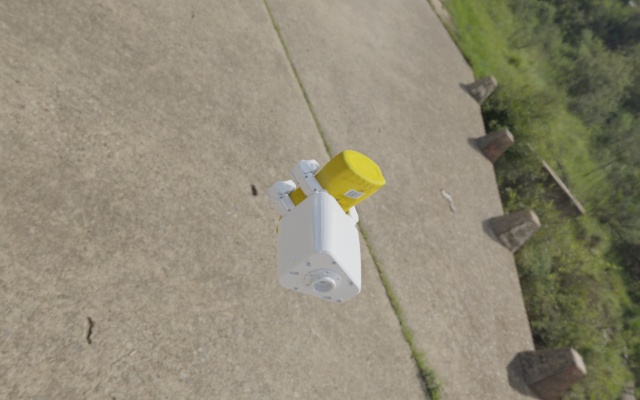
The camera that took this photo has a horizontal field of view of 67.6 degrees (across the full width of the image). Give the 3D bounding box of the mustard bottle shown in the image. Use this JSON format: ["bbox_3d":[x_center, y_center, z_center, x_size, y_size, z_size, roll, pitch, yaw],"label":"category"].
[{"bbox_3d":[0.000,0.002,0.733,0.192,0.058,0.096,-38,-32,29],"label":"mustard bottle"}]
